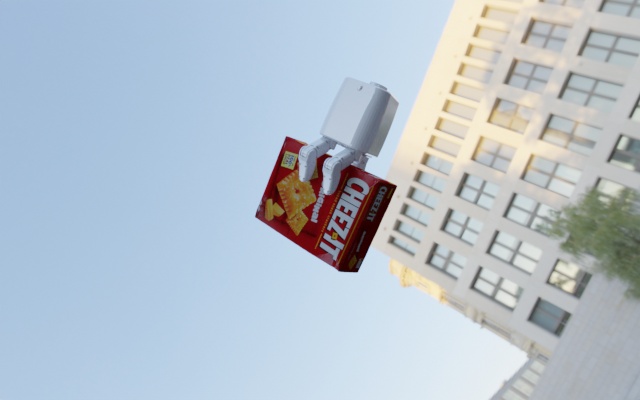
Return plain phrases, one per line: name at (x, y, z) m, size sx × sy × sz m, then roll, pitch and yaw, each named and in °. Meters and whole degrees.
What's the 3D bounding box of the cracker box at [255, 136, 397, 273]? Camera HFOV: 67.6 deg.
cracker box at (0.000, 0.003, 0.826) m, size 0.213 × 0.164 × 0.072 m, roll 29°, pitch 11°, yaw 34°
